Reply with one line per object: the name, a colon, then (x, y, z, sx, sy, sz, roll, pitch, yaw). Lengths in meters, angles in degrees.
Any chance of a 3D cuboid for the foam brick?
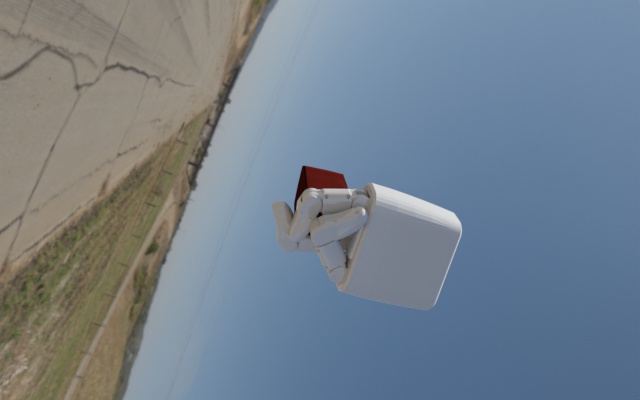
foam brick: (0.000, 0.002, 0.547, 0.051, 0.053, 0.078, 10, 25, -10)
